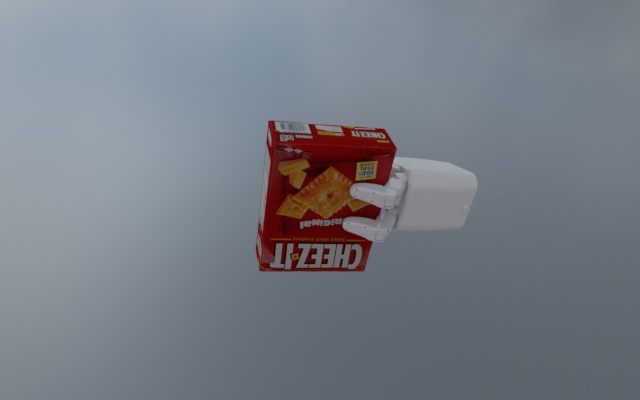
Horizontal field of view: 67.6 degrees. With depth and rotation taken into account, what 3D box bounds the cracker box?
[{"bbox_3d":[0.000,0.002,0.672,0.164,0.214,0.072,2,33,-12],"label":"cracker box"}]
